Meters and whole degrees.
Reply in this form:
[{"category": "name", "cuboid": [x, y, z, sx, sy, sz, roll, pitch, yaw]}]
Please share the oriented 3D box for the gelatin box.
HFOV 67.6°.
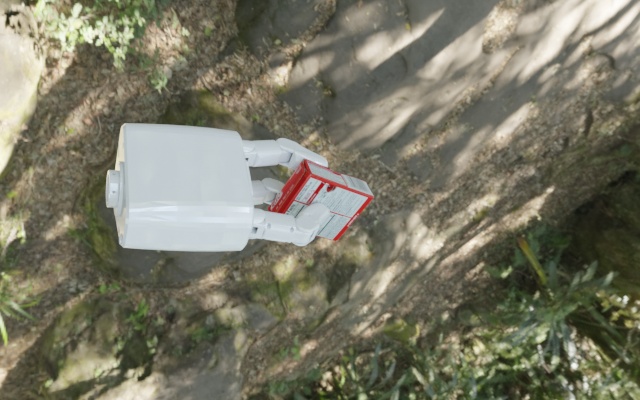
[{"category": "gelatin box", "cuboid": [0.000, 0.002, 0.511, 0.089, 0.073, 0.030, 18, 33, -33]}]
